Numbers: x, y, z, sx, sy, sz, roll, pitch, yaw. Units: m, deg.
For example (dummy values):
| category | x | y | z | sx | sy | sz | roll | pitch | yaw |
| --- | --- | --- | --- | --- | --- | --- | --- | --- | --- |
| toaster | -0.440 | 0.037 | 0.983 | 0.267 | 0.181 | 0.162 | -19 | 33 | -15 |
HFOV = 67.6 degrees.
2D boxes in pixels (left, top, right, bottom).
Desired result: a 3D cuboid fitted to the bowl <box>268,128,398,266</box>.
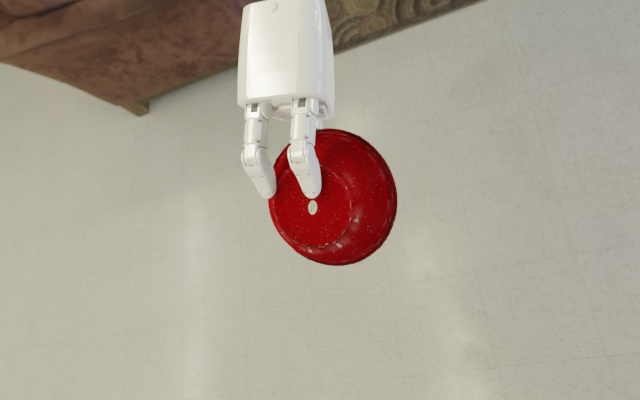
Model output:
| category | x | y | z | sx | sy | sz | roll | pitch | yaw |
| --- | --- | --- | --- | --- | --- | --- | --- | --- | --- |
| bowl | 0.000 | 0.003 | 0.529 | 0.162 | 0.162 | 0.055 | 0 | 9 | 24 |
